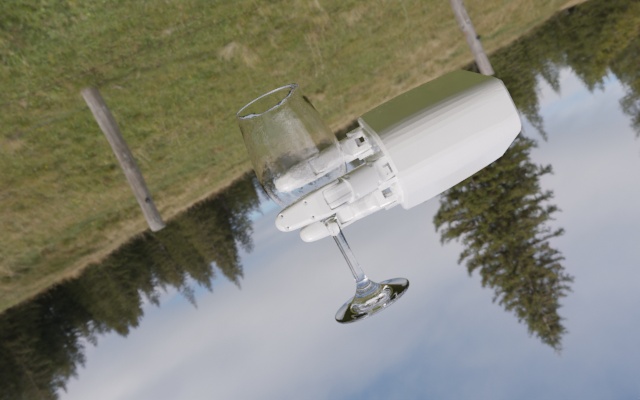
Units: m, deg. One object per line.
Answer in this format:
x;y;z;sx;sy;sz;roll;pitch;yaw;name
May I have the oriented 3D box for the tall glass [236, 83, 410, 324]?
0.000;0.002;0.420;0.079;0.201;0.079;-28;4;2;tall glass
